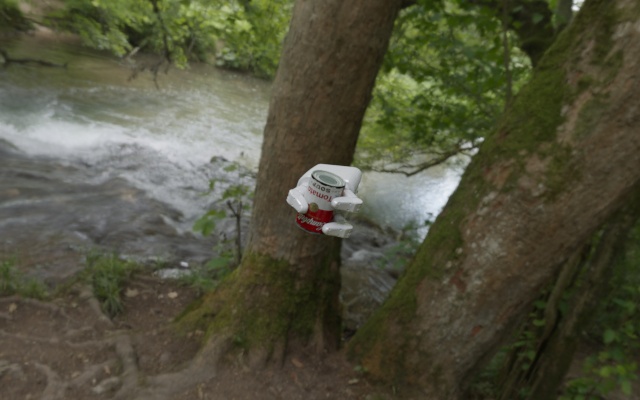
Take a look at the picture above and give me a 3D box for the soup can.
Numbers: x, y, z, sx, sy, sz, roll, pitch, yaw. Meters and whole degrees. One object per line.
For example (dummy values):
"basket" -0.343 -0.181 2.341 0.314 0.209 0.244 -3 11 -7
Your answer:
"soup can" 0.000 0.003 0.885 0.068 0.102 0.068 16 24 -7
